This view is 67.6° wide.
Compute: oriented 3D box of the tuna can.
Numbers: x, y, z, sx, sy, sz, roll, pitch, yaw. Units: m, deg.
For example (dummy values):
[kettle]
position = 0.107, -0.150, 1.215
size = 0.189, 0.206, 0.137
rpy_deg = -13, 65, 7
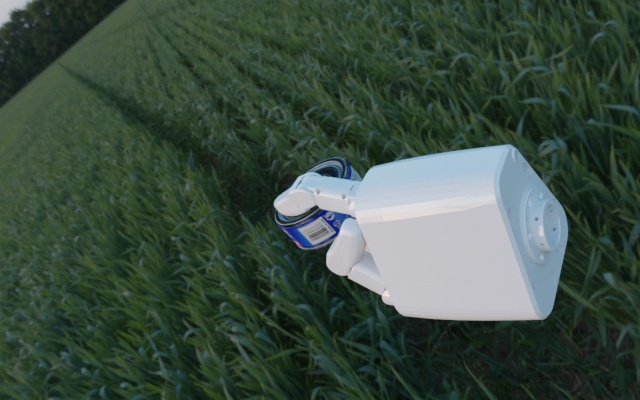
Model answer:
[tuna can]
position = 0.000, 0.001, 0.434
size = 0.034, 0.086, 0.086
rpy_deg = 47, -25, -26
